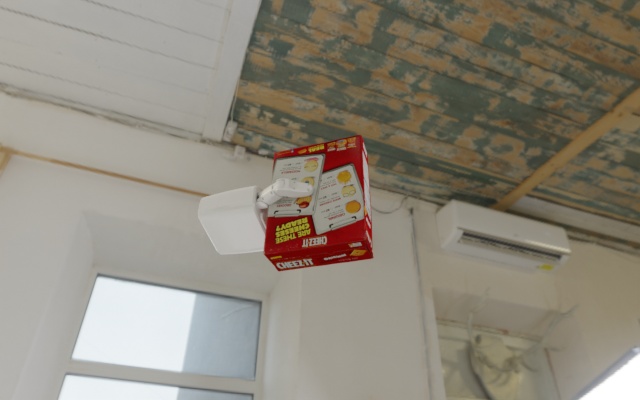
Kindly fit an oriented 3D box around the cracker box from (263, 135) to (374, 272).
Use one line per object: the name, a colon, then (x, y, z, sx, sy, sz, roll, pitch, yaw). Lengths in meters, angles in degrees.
cracker box: (0.000, 0.002, 0.798, 0.164, 0.213, 0.072, -10, -37, 15)
